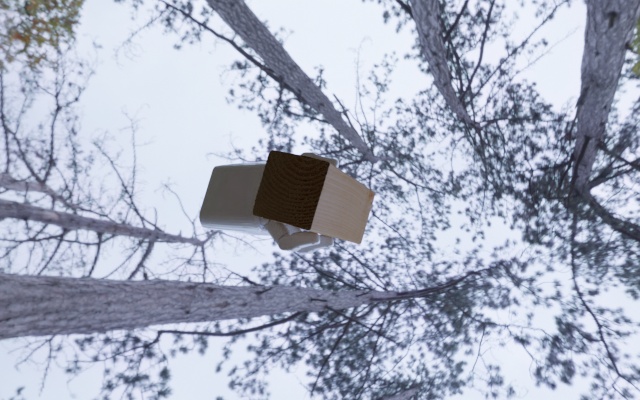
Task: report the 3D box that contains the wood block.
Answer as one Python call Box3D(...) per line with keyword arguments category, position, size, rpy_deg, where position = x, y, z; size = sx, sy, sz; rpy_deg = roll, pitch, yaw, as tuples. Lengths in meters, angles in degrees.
Box3D(category="wood block", position=(0.000, 0.002, 0.693), size=(0.090, 0.091, 0.206), rpy_deg=(14, -4, 24))
